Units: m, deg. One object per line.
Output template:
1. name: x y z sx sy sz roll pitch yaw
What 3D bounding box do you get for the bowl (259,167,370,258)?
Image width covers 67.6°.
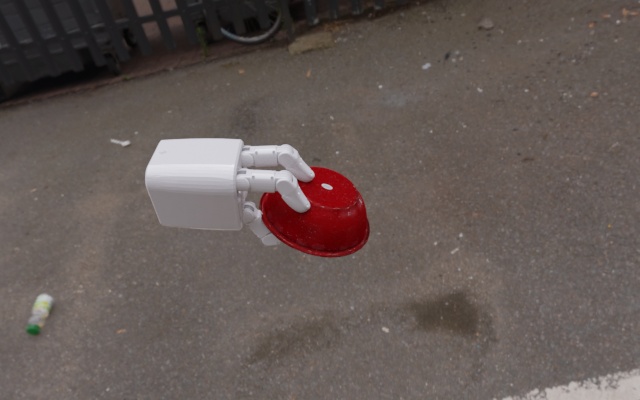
1. bowl: 0.001 0.002 0.656 0.162 0.055 0.162 13 36 -10
